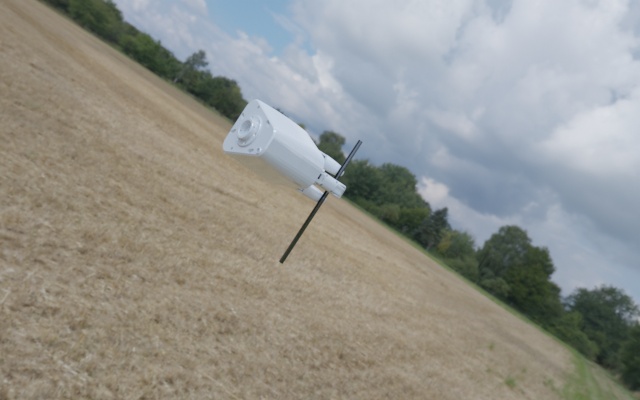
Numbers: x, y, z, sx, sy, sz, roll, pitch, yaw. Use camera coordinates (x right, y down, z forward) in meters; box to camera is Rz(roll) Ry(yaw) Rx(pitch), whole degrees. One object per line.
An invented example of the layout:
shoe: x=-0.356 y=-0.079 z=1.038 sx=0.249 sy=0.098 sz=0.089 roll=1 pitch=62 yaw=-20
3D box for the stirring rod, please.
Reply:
stirring rod: x=0.000 y=0.003 z=0.789 sx=0.011 sy=0.239 sz=0.011 roll=33 pitch=2 yaw=-1
